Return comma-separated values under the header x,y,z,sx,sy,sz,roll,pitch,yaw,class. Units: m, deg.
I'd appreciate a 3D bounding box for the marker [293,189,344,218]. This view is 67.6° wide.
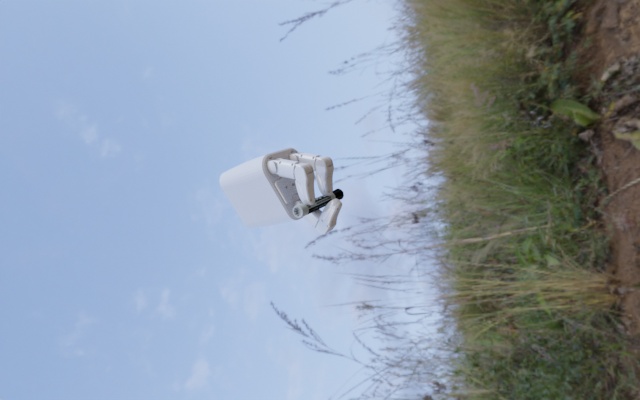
x,y,z,sx,sy,sz,roll,pitch,yaw,class
0.000,0.002,0.732,0.020,0.020,0.121,0,14,34,marker
